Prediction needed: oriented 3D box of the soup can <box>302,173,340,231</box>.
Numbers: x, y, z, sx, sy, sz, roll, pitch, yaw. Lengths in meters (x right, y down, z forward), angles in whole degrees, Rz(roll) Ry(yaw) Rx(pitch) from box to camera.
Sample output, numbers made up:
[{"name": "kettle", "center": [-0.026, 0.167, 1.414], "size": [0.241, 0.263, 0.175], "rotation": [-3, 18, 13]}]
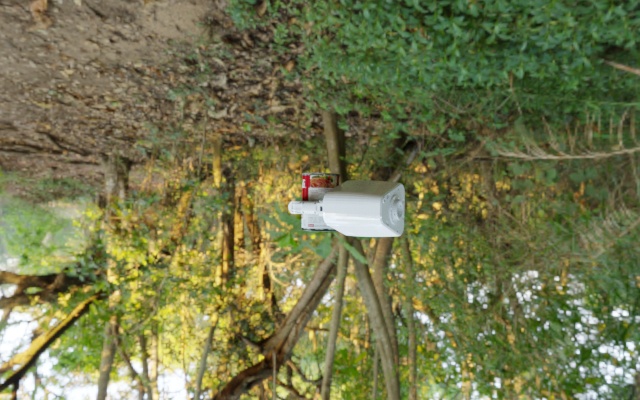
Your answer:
[{"name": "soup can", "center": [0.000, 0.003, 0.861], "size": [0.068, 0.102, 0.068], "rotation": [1, 0, 0]}]
